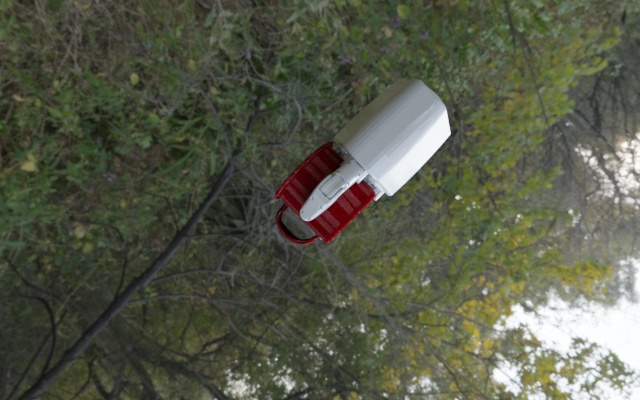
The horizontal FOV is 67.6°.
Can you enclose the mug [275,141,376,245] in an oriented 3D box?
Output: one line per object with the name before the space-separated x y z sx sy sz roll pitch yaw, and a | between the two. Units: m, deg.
mug | -0.001 0.003 0.547 0.117 0.081 0.093 -45 -4 6
